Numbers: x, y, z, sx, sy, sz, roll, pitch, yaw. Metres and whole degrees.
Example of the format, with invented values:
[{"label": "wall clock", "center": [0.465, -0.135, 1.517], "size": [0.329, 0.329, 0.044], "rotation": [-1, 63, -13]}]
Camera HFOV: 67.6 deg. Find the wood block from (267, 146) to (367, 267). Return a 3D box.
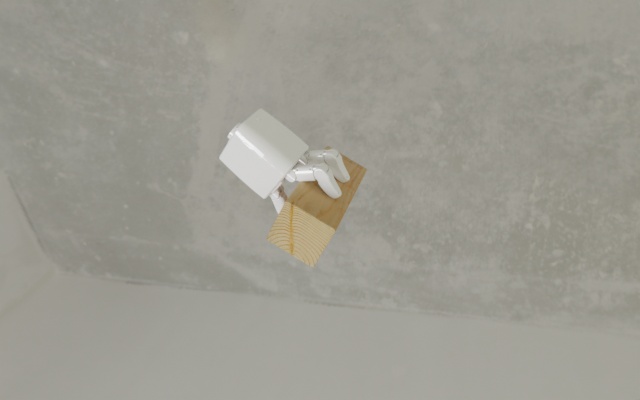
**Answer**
[{"label": "wood block", "center": [0.000, 0.003, 0.814], "size": [0.090, 0.091, 0.206], "rotation": [31, 36, 1]}]
